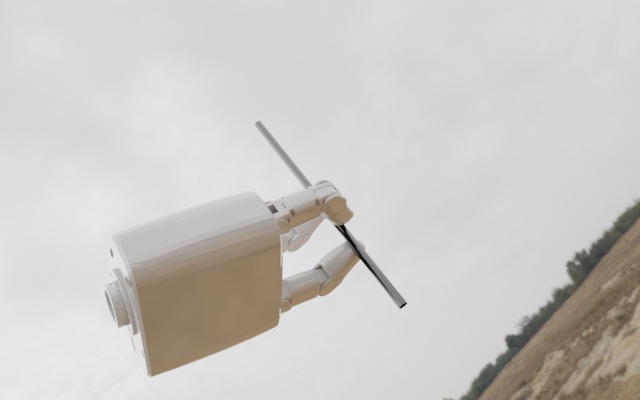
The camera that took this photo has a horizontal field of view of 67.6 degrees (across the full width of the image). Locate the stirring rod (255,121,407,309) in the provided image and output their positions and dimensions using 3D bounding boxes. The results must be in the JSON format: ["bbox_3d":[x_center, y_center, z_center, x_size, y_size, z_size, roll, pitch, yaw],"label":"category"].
[{"bbox_3d":[0.000,0.001,0.434,0.011,0.011,0.239,0,42,-47],"label":"stirring rod"}]
